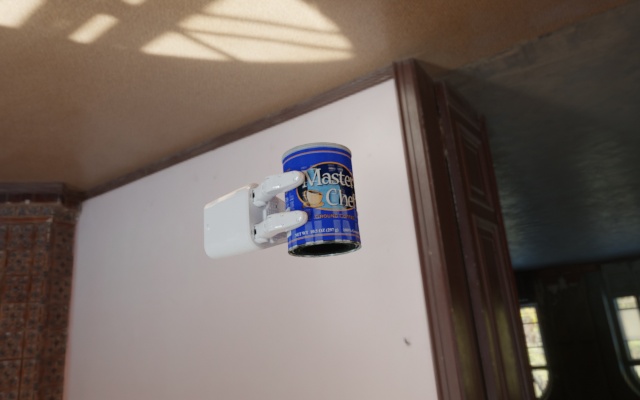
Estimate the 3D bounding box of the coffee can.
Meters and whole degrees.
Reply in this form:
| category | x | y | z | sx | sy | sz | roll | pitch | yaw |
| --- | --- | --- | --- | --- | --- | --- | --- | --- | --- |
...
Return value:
| category | x | y | z | sx | sy | sz | roll | pitch | yaw |
| --- | --- | --- | --- | --- | --- | --- | --- | --- | --- |
| coffee can | 0.000 | 0.002 | 0.676 | 0.103 | 0.140 | 0.103 | -5 | -17 | -1 |
